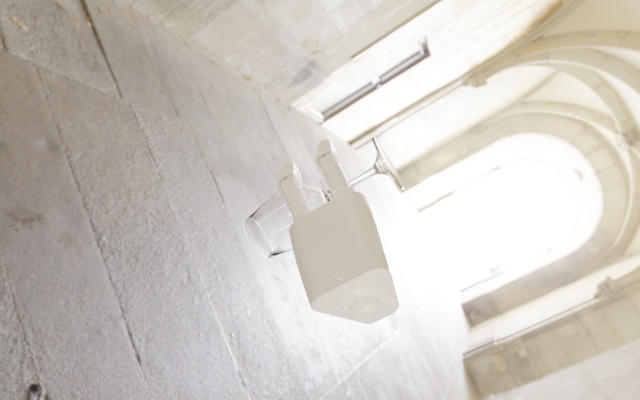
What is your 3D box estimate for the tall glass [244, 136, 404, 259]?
[{"bbox_3d":[0.001,0.002,0.608,0.201,0.079,0.079,-30,-9,15],"label":"tall glass"}]
